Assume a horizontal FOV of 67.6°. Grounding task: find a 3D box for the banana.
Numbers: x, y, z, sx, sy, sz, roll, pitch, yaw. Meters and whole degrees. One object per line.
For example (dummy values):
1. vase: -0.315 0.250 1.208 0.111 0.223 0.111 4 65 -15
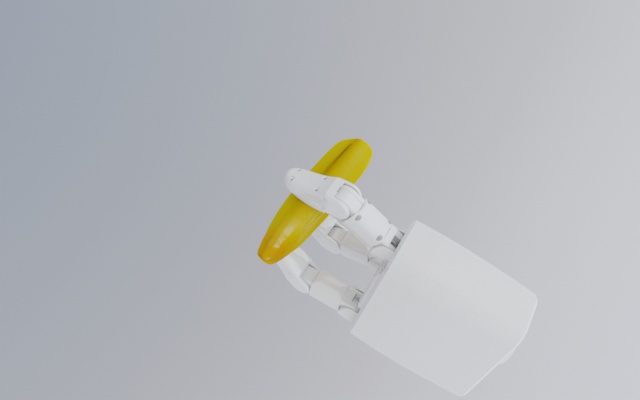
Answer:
1. banana: 0.008 -0.014 0.427 0.037 0.070 0.197 32 34 7
